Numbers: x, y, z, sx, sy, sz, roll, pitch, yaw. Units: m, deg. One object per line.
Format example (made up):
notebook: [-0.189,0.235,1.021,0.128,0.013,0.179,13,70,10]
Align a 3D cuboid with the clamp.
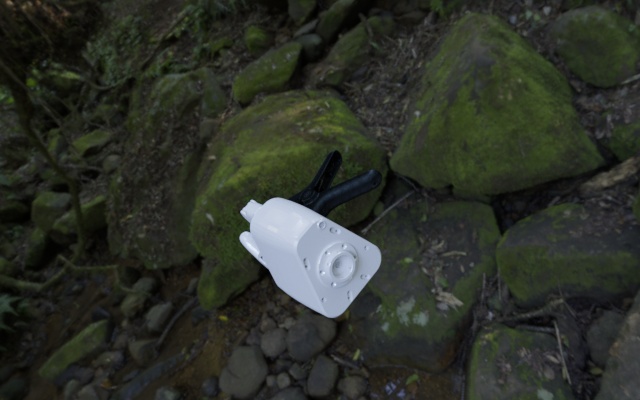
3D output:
clamp: [0.000,0.002,0.631,0.039,0.171,0.120,49,-16,-28]
